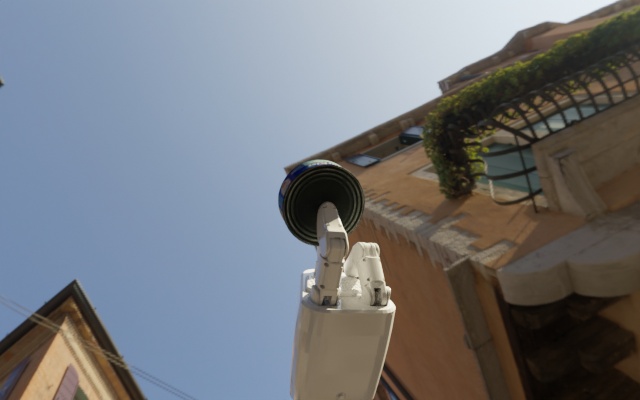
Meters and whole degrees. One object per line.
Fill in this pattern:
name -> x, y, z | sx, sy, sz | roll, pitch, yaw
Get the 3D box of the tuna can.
tuna can -> 0.000, 0.001, 0.493 | 0.086, 0.086, 0.033 | 0, 16, -16
